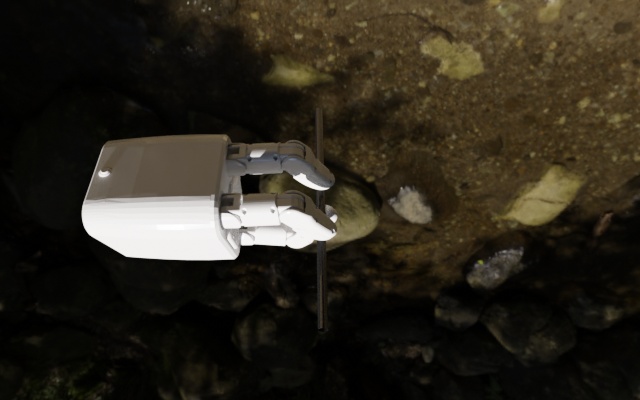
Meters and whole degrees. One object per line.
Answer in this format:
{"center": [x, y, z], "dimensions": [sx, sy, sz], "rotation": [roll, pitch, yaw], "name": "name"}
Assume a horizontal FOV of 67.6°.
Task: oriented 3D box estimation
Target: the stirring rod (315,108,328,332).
{"center": [0.000, 0.001, 0.433], "dimensions": [0.011, 0.239, 0.011], "rotation": [-1, -36, -1], "name": "stirring rod"}
